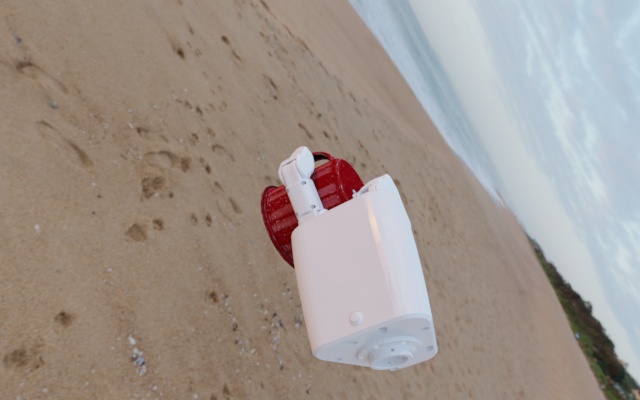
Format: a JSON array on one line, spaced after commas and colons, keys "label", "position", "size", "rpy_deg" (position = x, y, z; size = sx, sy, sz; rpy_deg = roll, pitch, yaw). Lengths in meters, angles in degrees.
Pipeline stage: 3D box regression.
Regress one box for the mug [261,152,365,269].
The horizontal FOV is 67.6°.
[{"label": "mug", "position": [0.000, 0.000, 0.471], "size": [0.081, 0.117, 0.093], "rpy_deg": [-26, -37, 20]}]
